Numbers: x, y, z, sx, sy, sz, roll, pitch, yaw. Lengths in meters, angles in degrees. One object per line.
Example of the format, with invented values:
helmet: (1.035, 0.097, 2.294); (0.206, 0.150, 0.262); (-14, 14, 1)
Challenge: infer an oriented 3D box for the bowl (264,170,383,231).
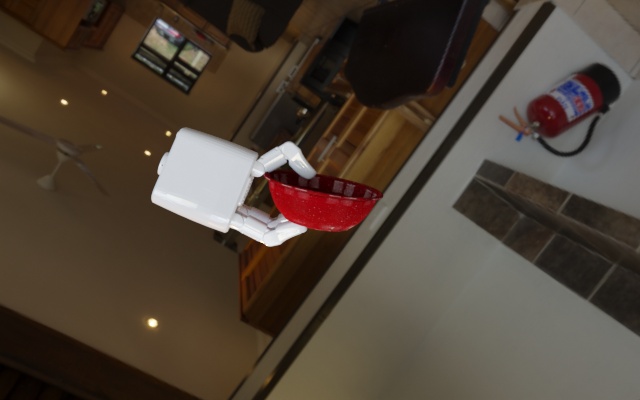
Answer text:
bowl: (0.001, 0.003, 0.641); (0.162, 0.055, 0.162); (9, 11, -2)
